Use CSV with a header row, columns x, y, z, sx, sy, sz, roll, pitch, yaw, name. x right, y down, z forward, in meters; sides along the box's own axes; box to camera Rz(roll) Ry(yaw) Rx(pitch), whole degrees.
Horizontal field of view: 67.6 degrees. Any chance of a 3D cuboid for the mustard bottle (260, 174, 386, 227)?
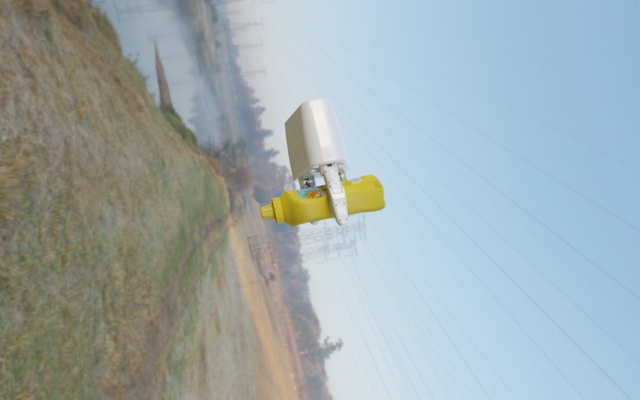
x,y,z,sx,sy,sz,roll,pitch,yaw,name
0.000,0.003,0.761,0.191,0.058,0.096,-10,15,-8,mustard bottle
